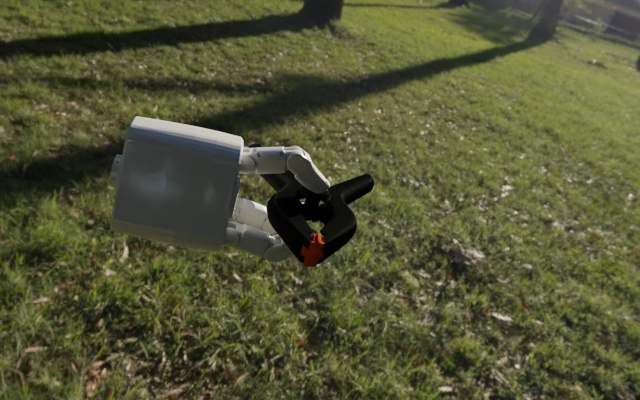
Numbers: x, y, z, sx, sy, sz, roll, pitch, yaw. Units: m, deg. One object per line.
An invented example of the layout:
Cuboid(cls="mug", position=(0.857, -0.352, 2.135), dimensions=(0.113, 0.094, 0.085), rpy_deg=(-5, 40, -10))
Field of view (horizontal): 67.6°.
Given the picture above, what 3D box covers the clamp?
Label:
Cuboid(cls="clamp", position=(0.000, 0.001, 0.523), dimensions=(0.164, 0.036, 0.209), rpy_deg=(10, 28, -15))
